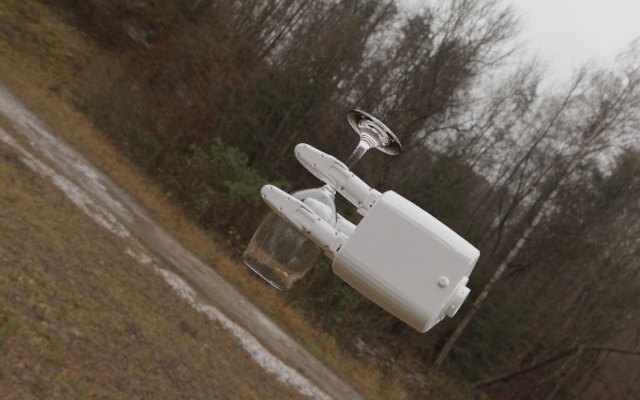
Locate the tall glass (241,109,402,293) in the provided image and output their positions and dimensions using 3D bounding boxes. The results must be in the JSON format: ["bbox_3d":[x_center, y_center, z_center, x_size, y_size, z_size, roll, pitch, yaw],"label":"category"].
[{"bbox_3d":[0.000,0.001,0.518,0.079,0.201,0.079,37,-8,6],"label":"tall glass"}]
